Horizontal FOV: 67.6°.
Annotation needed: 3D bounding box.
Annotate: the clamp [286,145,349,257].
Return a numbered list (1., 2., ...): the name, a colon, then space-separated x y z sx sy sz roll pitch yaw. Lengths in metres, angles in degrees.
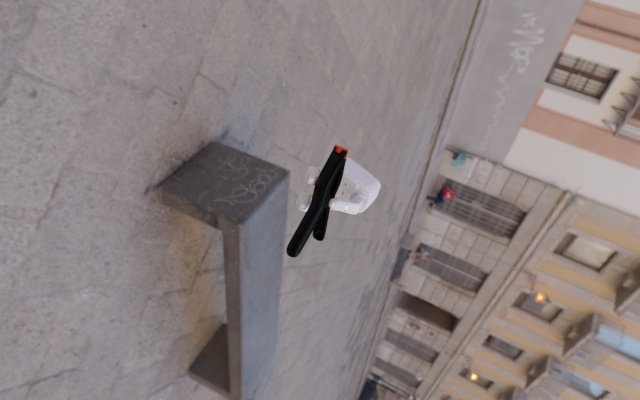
1. clamp: 0.001 0.003 0.869 0.036 0.210 0.164 23 20 13
